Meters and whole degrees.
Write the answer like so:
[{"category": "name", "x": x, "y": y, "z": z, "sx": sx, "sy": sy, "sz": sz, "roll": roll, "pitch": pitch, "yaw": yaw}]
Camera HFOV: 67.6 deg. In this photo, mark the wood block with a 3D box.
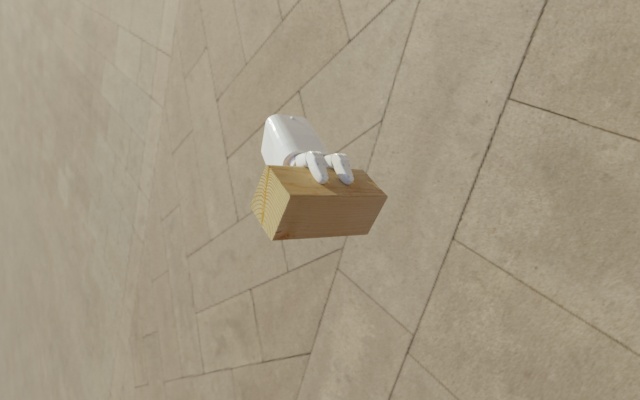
[{"category": "wood block", "x": 0.000, "y": 0.003, "z": 0.815, "sx": 0.206, "sy": 0.091, "sz": 0.090, "roll": 0, "pitch": 38, "yaw": -38}]
